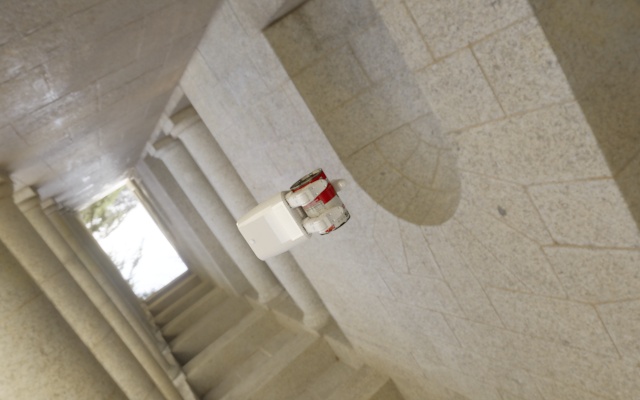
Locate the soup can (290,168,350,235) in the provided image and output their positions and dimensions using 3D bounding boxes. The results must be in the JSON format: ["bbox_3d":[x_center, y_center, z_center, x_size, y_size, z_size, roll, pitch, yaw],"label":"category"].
[{"bbox_3d":[0.001,0.003,0.855,0.068,0.102,0.068,-31,11,7],"label":"soup can"}]
